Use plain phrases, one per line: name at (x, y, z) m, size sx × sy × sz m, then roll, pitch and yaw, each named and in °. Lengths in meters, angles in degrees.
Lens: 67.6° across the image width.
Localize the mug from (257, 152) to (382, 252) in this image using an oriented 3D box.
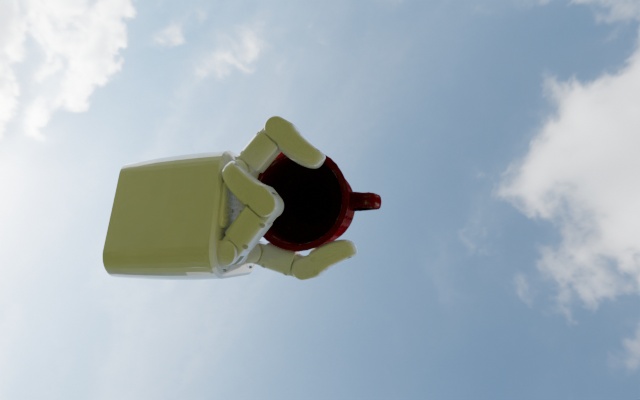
mug at (0.002, 0.001, 0.460) m, size 0.117 × 0.093 × 0.081 m, roll -3°, pitch -6°, yaw 13°
